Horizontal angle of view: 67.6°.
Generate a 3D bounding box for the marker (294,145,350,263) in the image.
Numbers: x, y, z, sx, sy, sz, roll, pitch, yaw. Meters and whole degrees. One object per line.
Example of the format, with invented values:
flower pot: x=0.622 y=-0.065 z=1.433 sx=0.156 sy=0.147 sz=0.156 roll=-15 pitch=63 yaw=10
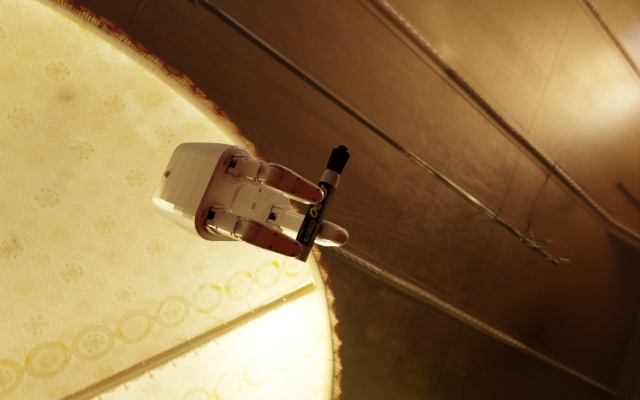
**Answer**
marker: x=0.000 y=0.002 z=0.466 sx=0.020 sy=0.121 sz=0.020 roll=22 pitch=-9 yaw=3
